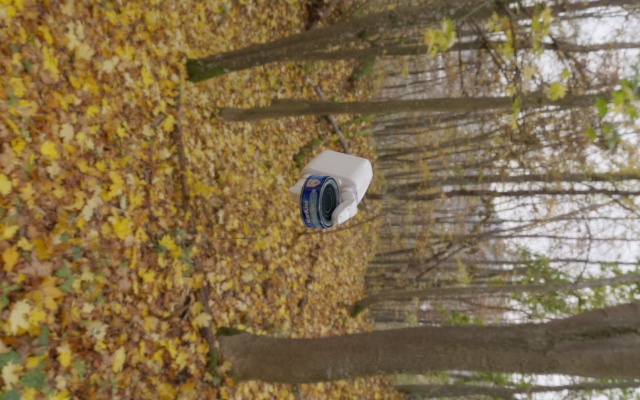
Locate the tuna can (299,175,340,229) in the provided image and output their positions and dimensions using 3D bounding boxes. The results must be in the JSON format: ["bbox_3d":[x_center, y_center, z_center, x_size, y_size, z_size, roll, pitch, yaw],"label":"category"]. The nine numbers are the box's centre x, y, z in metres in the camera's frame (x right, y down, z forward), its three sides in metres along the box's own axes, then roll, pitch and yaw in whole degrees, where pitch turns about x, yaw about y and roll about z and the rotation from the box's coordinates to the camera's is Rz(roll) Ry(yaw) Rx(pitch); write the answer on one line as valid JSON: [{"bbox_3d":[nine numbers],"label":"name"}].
[{"bbox_3d":[0.001,0.003,0.760,0.034,0.086,0.086,3,1,24],"label":"tuna can"}]
